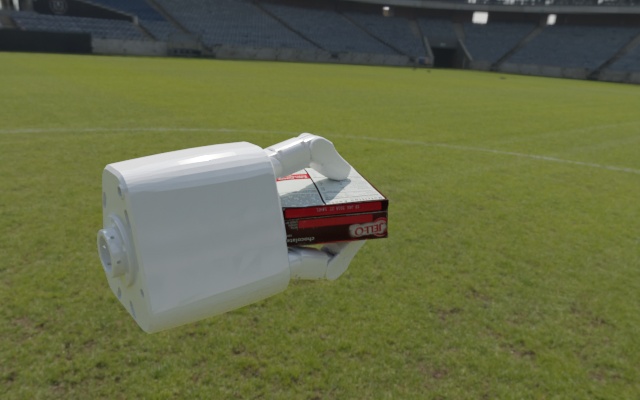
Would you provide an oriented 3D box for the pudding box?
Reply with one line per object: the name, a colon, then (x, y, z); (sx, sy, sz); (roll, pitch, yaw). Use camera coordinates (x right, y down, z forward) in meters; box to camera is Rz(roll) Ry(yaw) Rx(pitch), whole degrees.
pudding box: (0.000, 0.001, 0.419); (0.090, 0.039, 0.113); (-3, 21, -11)
